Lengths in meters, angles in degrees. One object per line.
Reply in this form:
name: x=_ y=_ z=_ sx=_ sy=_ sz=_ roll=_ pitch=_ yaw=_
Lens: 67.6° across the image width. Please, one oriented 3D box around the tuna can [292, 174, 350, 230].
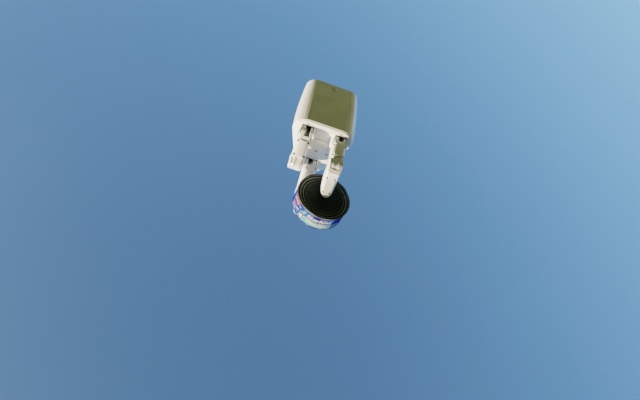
tuna can: x=0.000 y=0.003 z=0.743 sx=0.086 sy=0.086 sz=0.034 roll=0 pitch=-34 yaw=-25
